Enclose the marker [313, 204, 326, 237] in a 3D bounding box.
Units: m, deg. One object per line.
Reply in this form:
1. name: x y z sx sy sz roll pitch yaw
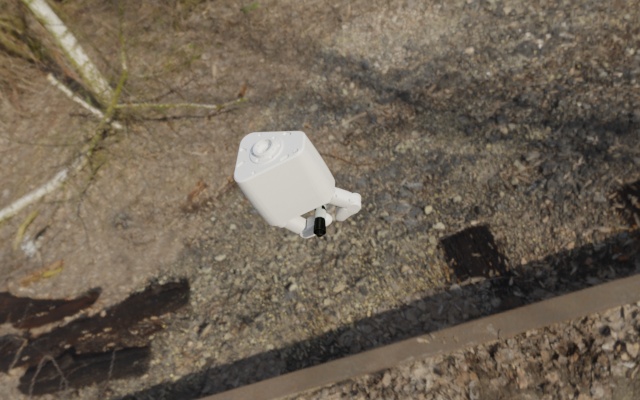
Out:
1. marker: 0.000 0.002 0.715 0.020 0.121 0.020 1 -38 1
